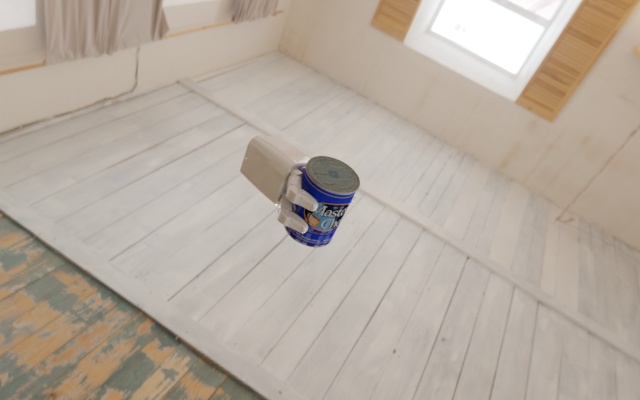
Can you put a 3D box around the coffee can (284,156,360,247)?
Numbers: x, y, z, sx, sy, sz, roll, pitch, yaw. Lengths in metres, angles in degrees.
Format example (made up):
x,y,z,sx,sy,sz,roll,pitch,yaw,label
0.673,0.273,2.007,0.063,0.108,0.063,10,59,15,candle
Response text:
x,y,z,sx,sy,sz,roll,pitch,yaw,label
0.000,0.003,0.890,0.103,0.140,0.102,16,37,-12,coffee can
